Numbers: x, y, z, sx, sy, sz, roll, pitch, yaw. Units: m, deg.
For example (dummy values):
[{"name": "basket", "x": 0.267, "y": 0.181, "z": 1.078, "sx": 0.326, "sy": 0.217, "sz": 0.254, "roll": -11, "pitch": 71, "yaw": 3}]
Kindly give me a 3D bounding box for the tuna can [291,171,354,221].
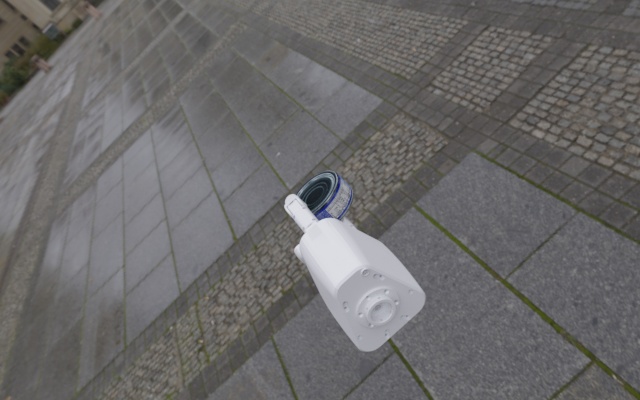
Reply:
[{"name": "tuna can", "x": 0.000, "y": 0.002, "z": 0.632, "sx": 0.034, "sy": 0.086, "sz": 0.086, "roll": 44, "pitch": -25, "yaw": -28}]
